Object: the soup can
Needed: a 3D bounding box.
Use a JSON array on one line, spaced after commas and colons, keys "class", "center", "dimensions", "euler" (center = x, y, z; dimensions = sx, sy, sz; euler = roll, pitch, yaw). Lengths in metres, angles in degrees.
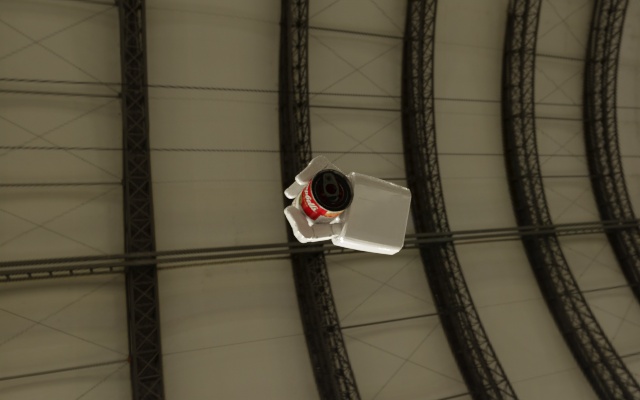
[{"class": "soup can", "center": [0.000, 0.003, 0.740], "dimensions": [0.068, 0.068, 0.102], "euler": [0, -20, -22]}]
